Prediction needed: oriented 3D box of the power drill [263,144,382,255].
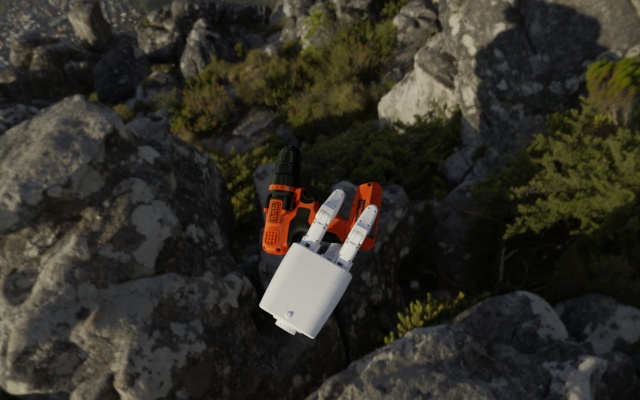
[{"bbox_3d":[0.000,0.003,0.764,0.187,0.184,0.057,5,-7,25],"label":"power drill"}]
